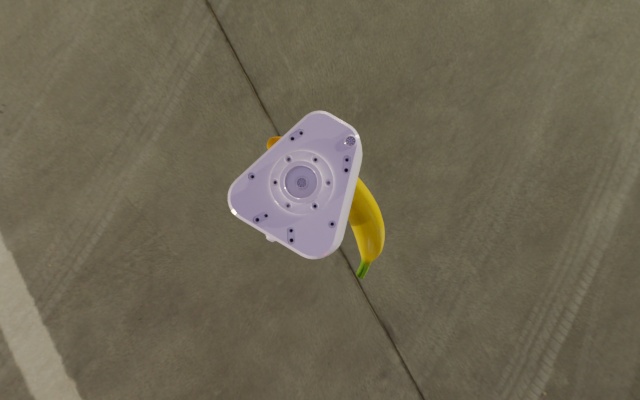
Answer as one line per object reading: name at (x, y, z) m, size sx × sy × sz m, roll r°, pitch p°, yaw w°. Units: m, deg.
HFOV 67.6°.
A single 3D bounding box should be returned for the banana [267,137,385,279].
banana at (0.017, -0.006, 0.550) m, size 0.069 × 0.198 × 0.037 m, roll -35°, pitch -1°, yaw 5°
